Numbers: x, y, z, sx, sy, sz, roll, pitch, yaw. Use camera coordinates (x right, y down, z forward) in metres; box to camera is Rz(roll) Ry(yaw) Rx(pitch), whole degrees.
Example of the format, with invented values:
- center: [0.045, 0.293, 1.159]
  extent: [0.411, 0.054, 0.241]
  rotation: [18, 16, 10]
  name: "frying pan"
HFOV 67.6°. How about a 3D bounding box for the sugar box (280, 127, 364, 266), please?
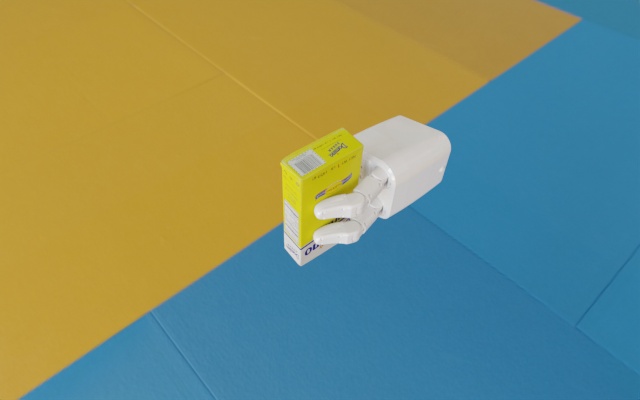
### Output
- center: [0.001, 0.002, 0.598]
  extent: [0.093, 0.176, 0.048]
  rotation: [-30, 56, -23]
  name: "sugar box"
